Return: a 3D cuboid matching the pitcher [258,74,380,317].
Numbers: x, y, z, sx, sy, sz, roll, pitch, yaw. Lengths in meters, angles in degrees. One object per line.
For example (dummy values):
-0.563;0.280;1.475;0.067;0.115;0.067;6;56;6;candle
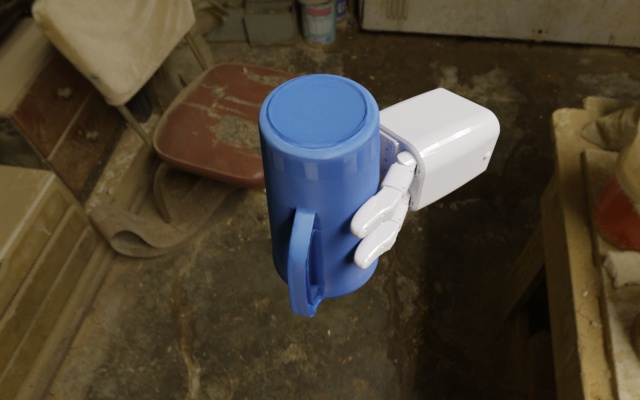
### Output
0.000;0.002;0.502;0.145;0.149;0.243;-25;-34;-15;pitcher
